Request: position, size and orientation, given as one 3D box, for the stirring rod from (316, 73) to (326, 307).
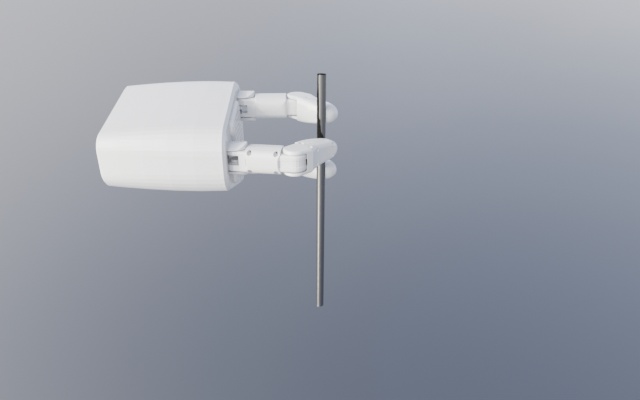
[{"bbox_3d":[0.000,0.002,0.457,0.011,0.240,0.011,0,25,0],"label":"stirring rod"}]
